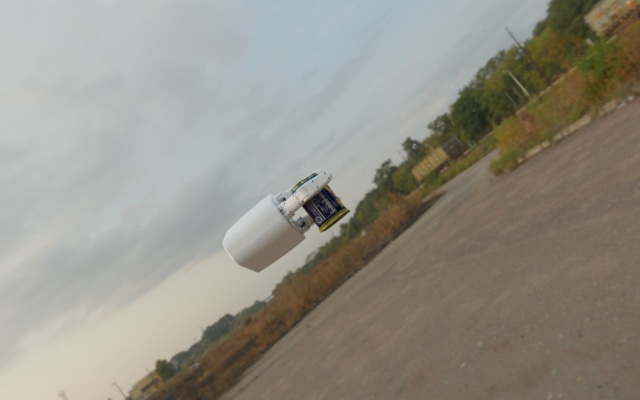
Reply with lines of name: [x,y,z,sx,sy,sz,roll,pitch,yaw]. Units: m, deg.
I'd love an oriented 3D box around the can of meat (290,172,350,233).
can of meat: [0.000,0.002,0.794,0.057,0.084,0.102,-39,-6,5]
